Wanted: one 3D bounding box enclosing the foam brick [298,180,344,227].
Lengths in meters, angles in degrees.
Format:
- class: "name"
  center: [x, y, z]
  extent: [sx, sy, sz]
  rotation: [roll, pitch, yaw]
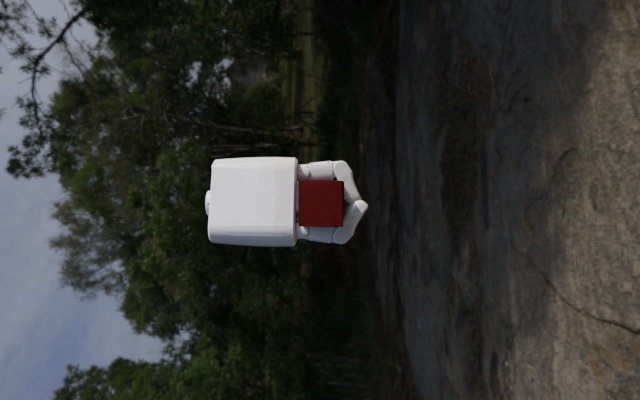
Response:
- class: "foam brick"
  center: [0.000, 0.002, 0.564]
  extent: [0.051, 0.053, 0.078]
  rotation: [1, 2, -1]
